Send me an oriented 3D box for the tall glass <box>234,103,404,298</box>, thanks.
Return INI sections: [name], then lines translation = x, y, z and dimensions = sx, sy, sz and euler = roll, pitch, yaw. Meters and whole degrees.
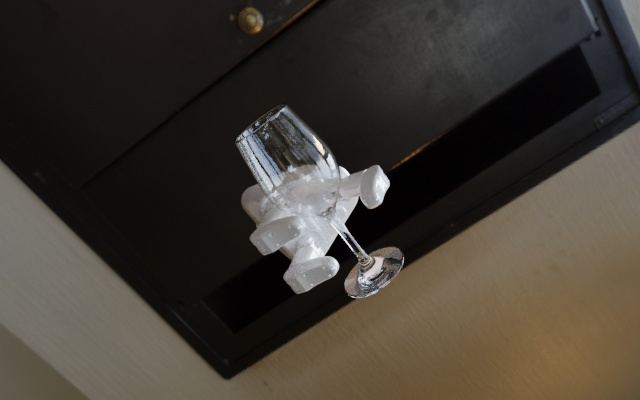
[tall glass]
translation = 0.001, 0.002, 0.480
dimensions = 0.079, 0.201, 0.079
euler = -33, 20, 13
